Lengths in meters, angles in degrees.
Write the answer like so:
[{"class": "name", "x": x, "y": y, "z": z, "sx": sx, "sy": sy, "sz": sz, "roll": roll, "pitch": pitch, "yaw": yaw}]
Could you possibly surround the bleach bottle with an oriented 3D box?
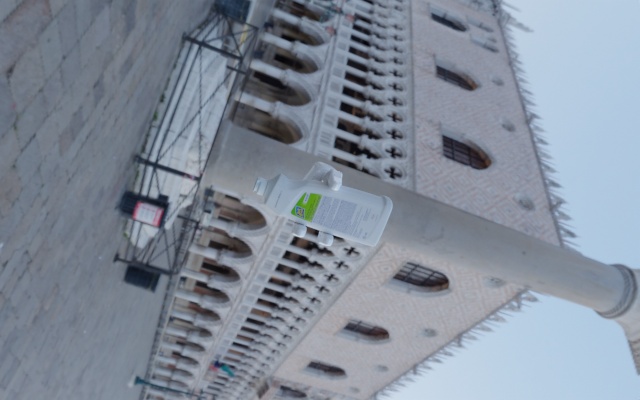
[{"class": "bleach bottle", "x": 0.000, "y": 0.003, "z": 0.894, "sx": 0.251, "sy": 0.102, "sz": 0.068, "roll": 19, "pitch": 12, "yaw": -10}]
